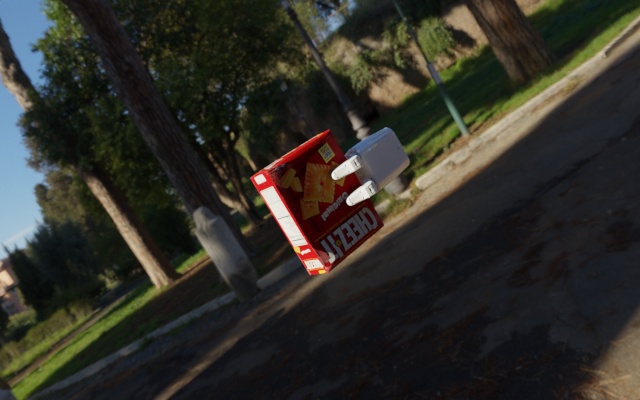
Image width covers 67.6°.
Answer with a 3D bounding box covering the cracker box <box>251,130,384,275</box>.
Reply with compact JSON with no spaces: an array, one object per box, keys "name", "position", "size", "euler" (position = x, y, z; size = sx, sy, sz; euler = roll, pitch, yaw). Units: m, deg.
[{"name":"cracker box","position":[0.000,0.003,0.879],"size":[0.164,0.214,0.072],"euler":[-36,10,-31]}]
